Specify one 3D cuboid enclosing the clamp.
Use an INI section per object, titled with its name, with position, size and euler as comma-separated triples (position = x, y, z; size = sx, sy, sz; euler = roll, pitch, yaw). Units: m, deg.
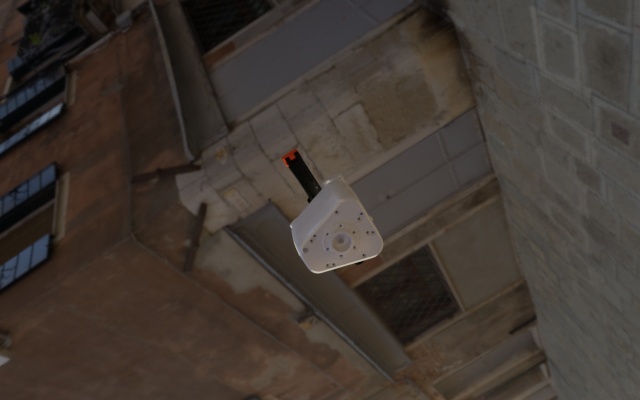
[clamp]
position = -0.001, 0.003, 0.824
size = 0.036, 0.210, 0.164
euler = -34, 15, -1
